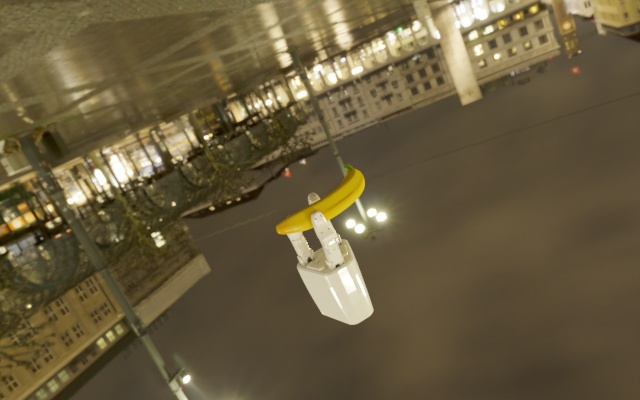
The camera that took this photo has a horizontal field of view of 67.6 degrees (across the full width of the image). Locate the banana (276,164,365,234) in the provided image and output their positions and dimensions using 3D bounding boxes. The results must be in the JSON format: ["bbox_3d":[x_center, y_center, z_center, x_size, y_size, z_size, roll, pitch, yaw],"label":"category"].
[{"bbox_3d":[0.015,0.001,0.771,0.069,0.037,0.197,1,32,46],"label":"banana"}]
